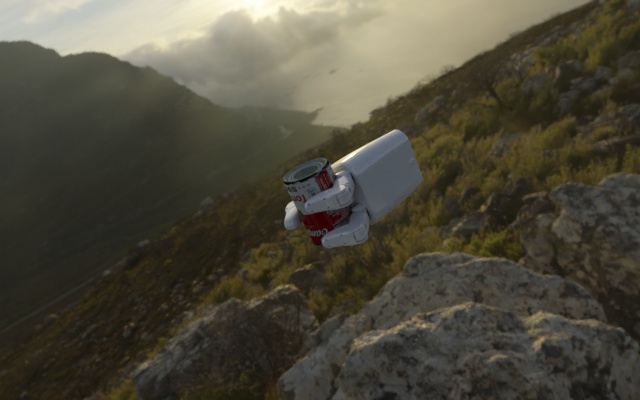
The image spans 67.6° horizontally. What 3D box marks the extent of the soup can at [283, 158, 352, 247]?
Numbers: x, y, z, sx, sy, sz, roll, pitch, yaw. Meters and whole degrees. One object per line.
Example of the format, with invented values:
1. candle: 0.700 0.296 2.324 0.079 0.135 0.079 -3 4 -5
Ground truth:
1. soup can: 0.000 0.002 0.648 0.068 0.102 0.068 -22 21 9
